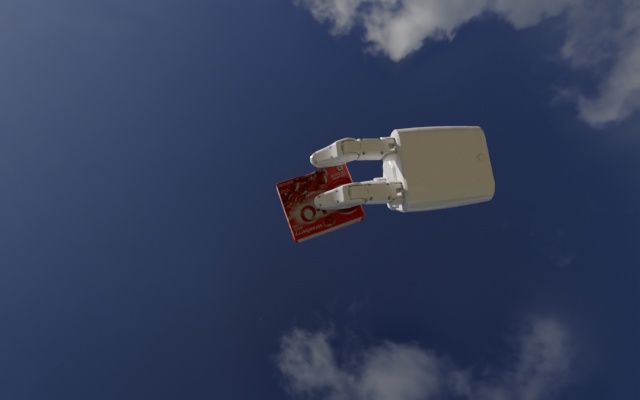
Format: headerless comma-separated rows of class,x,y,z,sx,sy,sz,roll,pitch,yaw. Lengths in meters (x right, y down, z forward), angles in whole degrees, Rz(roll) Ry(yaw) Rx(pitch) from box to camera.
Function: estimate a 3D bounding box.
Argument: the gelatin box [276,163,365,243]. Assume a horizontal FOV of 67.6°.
gelatin box,0.000,0.002,0.573,0.089,0.073,0.030,-19,-13,-3
